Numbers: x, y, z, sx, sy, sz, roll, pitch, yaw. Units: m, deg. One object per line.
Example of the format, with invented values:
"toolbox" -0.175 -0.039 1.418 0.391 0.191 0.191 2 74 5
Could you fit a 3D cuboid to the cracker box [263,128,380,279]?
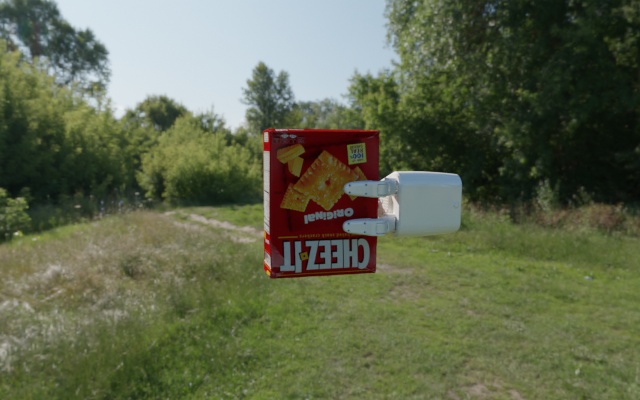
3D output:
"cracker box" 0.000 0.002 0.708 0.164 0.214 0.072 -1 7 -14
